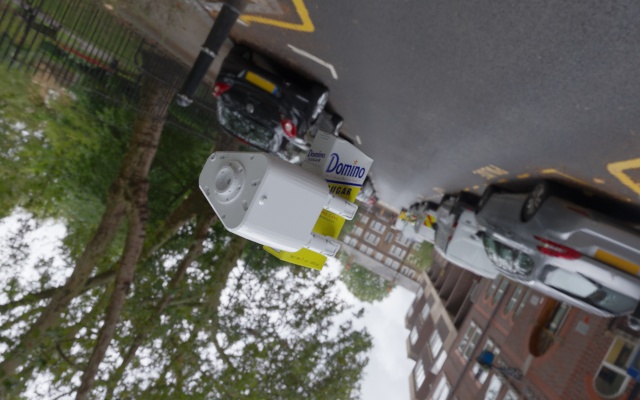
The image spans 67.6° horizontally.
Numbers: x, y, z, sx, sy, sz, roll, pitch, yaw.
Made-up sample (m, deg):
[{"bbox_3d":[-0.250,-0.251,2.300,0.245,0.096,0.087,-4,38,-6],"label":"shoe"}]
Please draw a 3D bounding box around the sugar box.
[{"bbox_3d":[0.000,0.002,0.652,0.048,0.176,0.093,28,3,40],"label":"sugar box"}]
